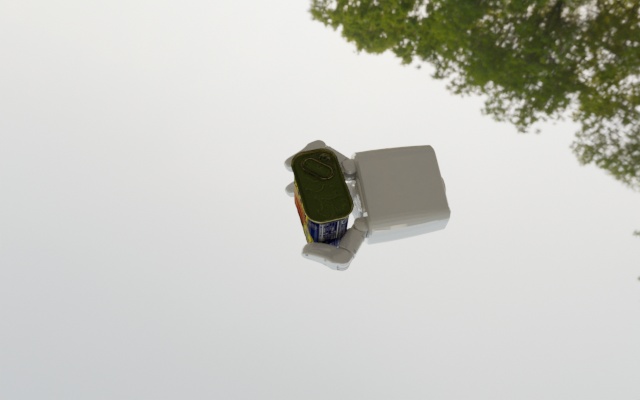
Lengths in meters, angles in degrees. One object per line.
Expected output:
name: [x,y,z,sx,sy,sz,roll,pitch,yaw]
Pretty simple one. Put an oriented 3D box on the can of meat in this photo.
can of meat: [0.000,0.002,0.590,0.057,0.102,0.084,-13,-31,-10]
